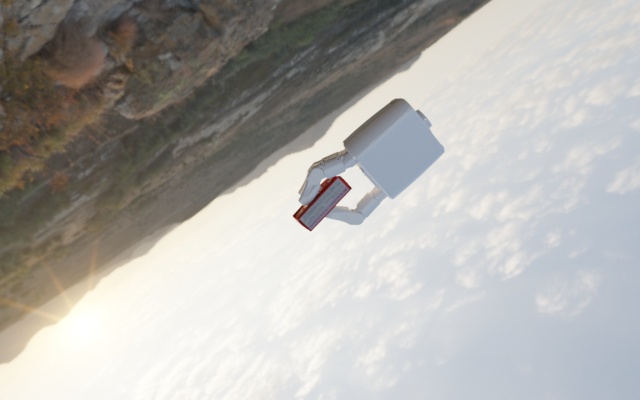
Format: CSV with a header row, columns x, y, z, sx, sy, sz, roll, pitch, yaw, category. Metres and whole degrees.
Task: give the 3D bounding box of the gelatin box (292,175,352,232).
x,y,z,sx,sy,sz,roll,pitch,yaw,category
0.000,0.003,0.706,0.030,0.089,0.073,43,-5,-9,gelatin box
